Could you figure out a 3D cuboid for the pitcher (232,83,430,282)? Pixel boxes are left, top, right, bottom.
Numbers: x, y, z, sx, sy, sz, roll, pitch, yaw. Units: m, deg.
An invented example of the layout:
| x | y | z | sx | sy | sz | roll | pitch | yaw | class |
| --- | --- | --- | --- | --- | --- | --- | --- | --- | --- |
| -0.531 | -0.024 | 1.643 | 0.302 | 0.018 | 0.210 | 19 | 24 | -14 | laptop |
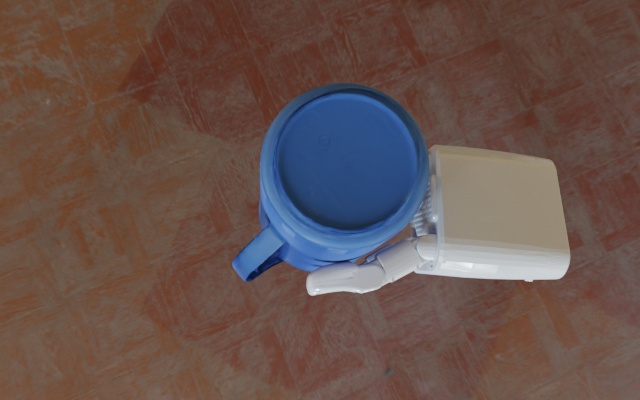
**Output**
| x | y | z | sx | sy | sz | roll | pitch | yaw | class |
| --- | --- | --- | --- | --- | --- | --- | --- | --- | --- |
| 0.000 | 0.001 | 0.408 | 0.145 | 0.149 | 0.243 | 6 | -9 | -3 | pitcher |
